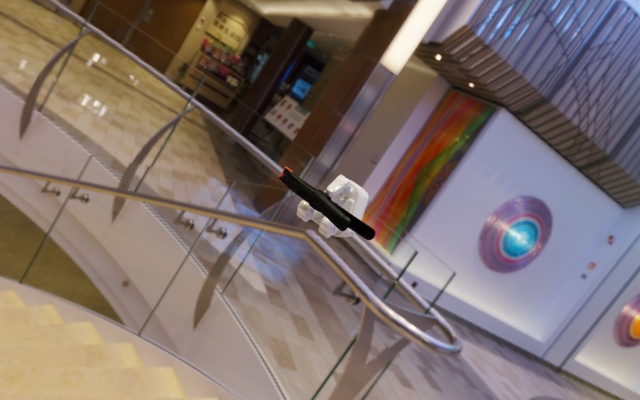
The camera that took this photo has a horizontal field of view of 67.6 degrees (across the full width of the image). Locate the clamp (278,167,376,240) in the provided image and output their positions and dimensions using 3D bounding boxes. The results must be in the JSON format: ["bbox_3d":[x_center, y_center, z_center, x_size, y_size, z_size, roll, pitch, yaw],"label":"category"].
[{"bbox_3d":[0.000,0.002,0.872,0.210,0.036,0.164,36,4,17],"label":"clamp"}]
